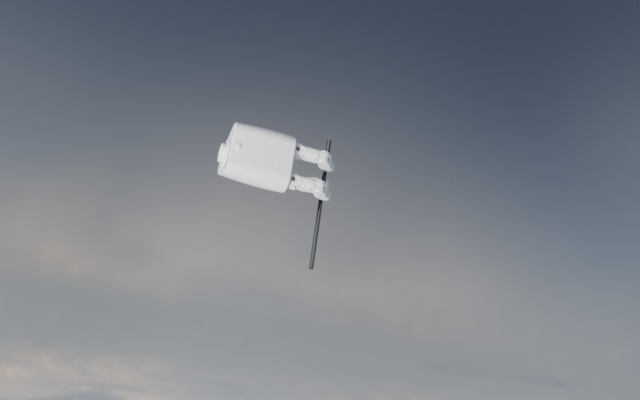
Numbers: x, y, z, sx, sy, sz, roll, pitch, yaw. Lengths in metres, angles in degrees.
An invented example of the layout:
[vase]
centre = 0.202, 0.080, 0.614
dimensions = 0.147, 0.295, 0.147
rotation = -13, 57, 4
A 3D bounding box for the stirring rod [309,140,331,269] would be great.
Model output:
[stirring rod]
centre = 0.000, 0.003, 0.850
dimensions = 0.011, 0.239, 0.011
rotation = 7, -17, 2
